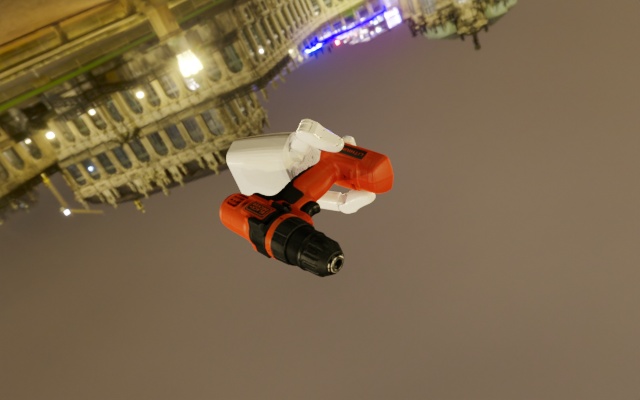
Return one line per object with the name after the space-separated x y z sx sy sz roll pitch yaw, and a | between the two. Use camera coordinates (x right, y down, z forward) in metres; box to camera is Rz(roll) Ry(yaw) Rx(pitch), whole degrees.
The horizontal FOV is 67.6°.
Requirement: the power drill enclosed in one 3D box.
0.000 0.002 0.560 0.184 0.057 0.187 24 46 39 | power drill
